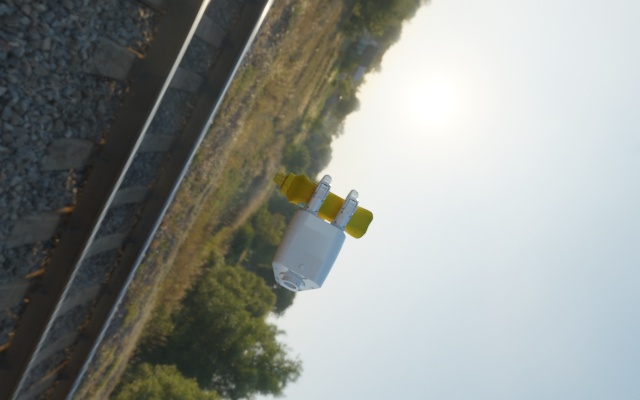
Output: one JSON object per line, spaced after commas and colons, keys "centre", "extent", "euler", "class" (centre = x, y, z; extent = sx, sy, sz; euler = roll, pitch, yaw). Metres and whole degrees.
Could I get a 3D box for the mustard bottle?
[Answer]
{"centre": [0.001, 0.003, 0.880], "extent": [0.191, 0.058, 0.096], "euler": [29, -4, -4], "class": "mustard bottle"}
